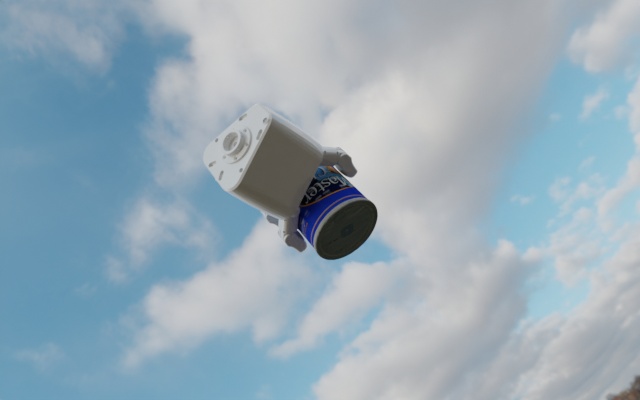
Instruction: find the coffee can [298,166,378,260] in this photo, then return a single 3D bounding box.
[{"bbox_3d":[0.000,0.002,0.689,0.103,0.103,0.140,0,34,-40],"label":"coffee can"}]
